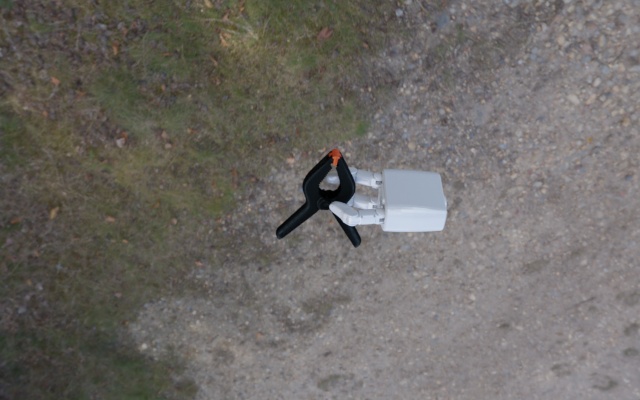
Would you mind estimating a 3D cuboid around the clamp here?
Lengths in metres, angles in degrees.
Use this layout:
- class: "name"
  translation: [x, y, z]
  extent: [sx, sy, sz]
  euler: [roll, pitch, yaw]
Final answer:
- class: "clamp"
  translation: [0.000, 0.003, 0.866]
  extent: [0.164, 0.210, 0.036]
  euler: [1, 36, -3]
